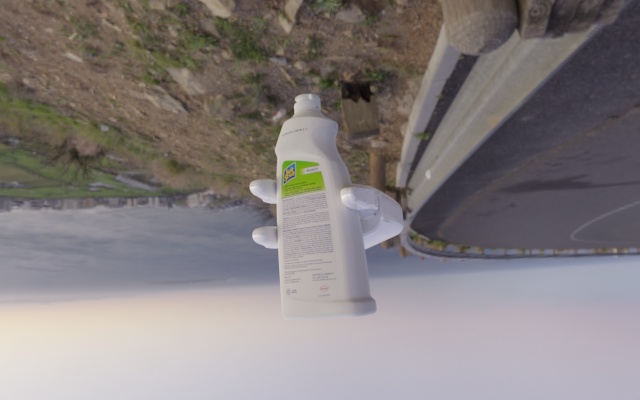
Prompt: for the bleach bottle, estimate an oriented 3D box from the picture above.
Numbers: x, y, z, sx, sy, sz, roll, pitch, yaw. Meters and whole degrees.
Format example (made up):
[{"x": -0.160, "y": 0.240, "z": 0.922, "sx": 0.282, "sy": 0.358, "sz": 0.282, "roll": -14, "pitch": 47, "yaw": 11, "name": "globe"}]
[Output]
[{"x": 0.000, "y": 0.002, "z": 0.533, "sx": 0.102, "sy": 0.250, "sz": 0.068, "roll": -9, "pitch": -12, "yaw": 25, "name": "bleach bottle"}]
